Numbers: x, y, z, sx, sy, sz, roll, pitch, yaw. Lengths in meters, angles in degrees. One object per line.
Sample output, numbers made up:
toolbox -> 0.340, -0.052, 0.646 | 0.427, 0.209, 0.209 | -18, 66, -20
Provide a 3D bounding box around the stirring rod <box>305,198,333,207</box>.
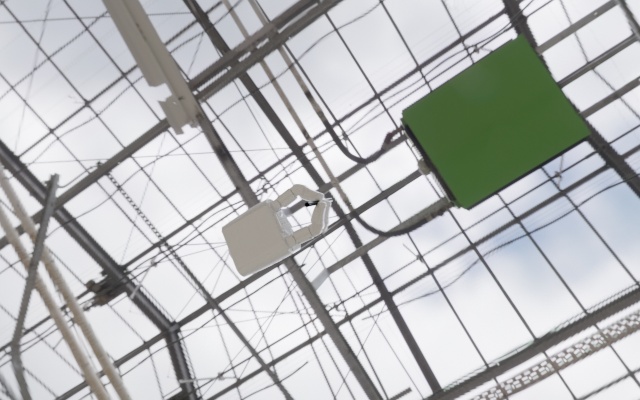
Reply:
stirring rod -> 0.000, 0.003, 0.878 | 0.011, 0.011, 0.239 | 0, 2, 10
